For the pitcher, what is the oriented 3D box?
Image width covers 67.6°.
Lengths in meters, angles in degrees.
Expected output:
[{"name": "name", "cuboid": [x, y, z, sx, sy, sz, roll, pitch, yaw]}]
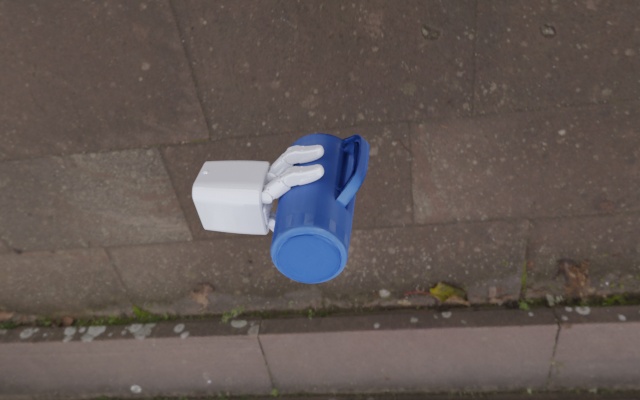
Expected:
[{"name": "pitcher", "cuboid": [0.000, 0.002, 0.744, 0.145, 0.149, 0.242, 3, 37, 3]}]
